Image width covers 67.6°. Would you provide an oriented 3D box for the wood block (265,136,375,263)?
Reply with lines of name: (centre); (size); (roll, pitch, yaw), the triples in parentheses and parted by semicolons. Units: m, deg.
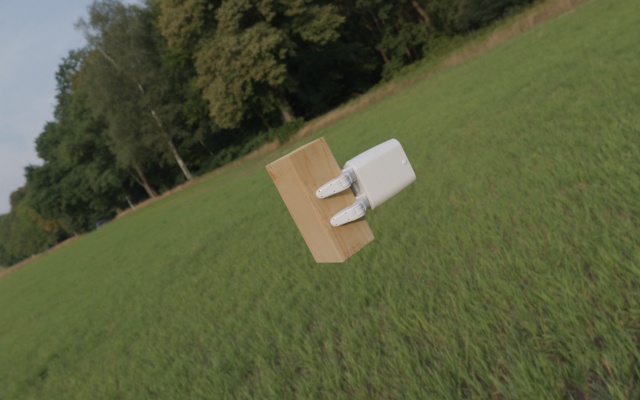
wood block: (0.000, 0.003, 0.868); (0.090, 0.206, 0.091); (-33, 10, -30)
